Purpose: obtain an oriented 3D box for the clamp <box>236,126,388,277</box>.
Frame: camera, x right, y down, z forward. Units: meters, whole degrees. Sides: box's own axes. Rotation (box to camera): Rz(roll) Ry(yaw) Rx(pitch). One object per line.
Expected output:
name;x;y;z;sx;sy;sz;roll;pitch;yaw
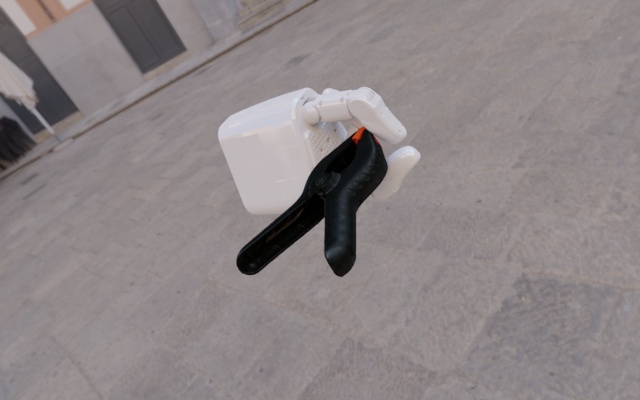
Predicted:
clamp;0.000;0.001;0.406;0.120;0.039;0.171;-8;35;34
